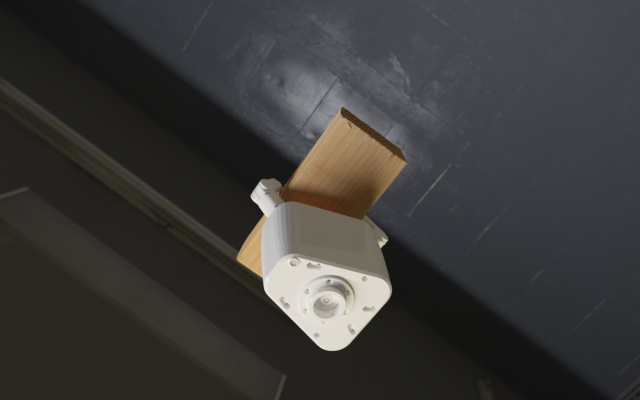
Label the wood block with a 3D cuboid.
[{"bbox_3d":[0.000,0.002,0.568,0.091,0.206,0.090,36,16,-7],"label":"wood block"}]
